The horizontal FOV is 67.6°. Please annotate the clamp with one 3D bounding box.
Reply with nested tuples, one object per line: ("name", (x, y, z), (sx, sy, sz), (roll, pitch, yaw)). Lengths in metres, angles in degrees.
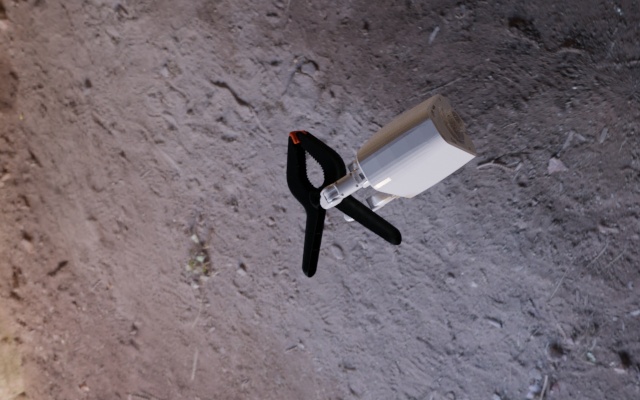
("clamp", (0.000, 0.002, 0.678), (0.164, 0.210, 0.036), (-33, -8, 29))
